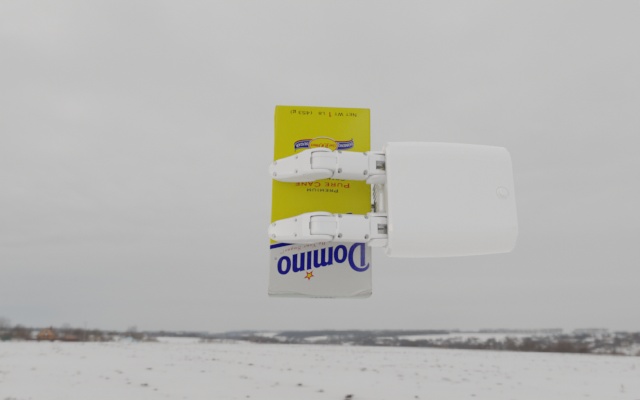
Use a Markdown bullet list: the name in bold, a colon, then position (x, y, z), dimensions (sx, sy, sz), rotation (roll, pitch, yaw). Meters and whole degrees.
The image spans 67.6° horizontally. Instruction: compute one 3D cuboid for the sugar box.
- **sugar box**: position (0.000, 0.001, 0.444), dimensions (0.093, 0.176, 0.048), rotation (1, -15, -3)
